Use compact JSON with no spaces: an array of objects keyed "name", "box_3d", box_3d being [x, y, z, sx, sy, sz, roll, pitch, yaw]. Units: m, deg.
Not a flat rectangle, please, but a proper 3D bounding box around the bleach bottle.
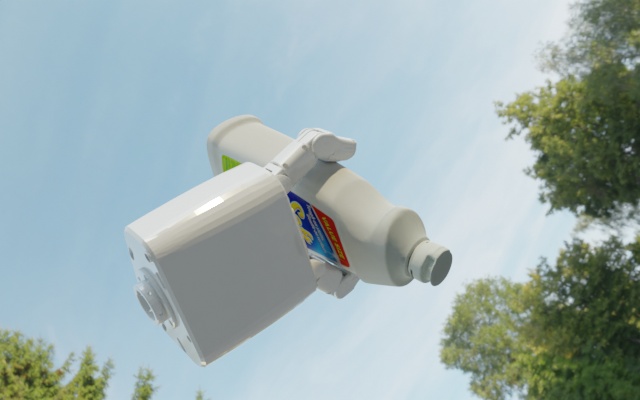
[{"name":"bleach bottle","box_3d":[0.000,0.001,0.420,0.068,0.103,0.250,-33,40,-32]}]
